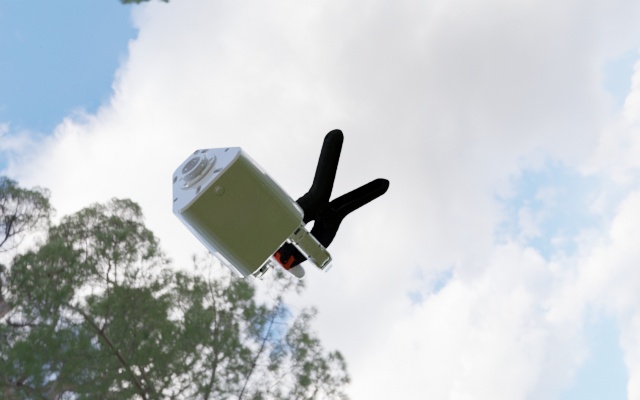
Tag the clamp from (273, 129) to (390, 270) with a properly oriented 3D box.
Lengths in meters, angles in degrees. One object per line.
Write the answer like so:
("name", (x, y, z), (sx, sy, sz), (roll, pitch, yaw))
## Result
("clamp", (0.000, 0.002, 0.564), (0.120, 0.171, 0.039), (50, -11, -32))
